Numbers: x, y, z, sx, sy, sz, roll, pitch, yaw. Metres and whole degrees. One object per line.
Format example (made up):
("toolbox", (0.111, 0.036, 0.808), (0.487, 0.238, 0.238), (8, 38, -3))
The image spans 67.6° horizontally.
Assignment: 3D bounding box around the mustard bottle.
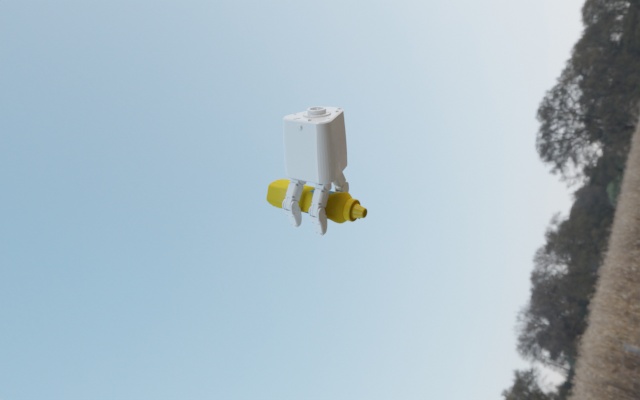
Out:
("mustard bottle", (0.000, 0.003, 0.879), (0.191, 0.058, 0.096), (13, 5, 33))
